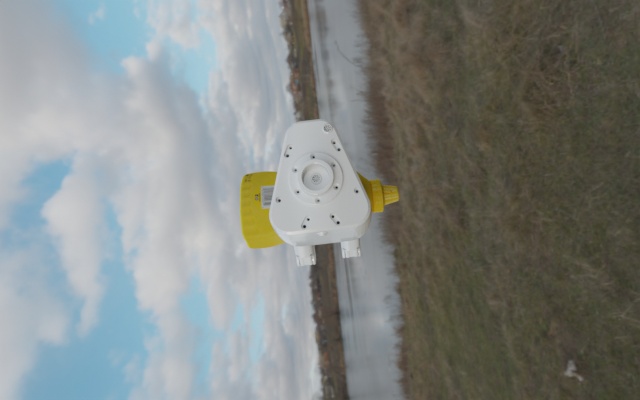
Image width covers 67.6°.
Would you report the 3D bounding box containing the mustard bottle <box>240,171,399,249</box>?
[{"bbox_3d":[0.000,0.002,0.588,0.191,0.096,0.058,-7,-34,2],"label":"mustard bottle"}]
